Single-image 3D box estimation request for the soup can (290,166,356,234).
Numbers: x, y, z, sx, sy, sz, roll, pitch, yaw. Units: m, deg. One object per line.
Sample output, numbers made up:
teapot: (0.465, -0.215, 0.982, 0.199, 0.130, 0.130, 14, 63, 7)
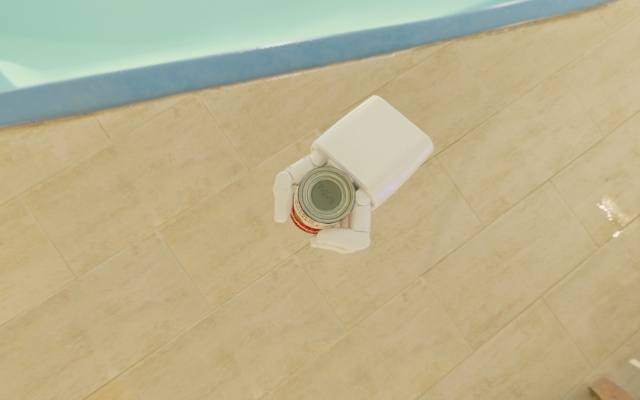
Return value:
soup can: (0.000, 0.002, 0.578, 0.068, 0.068, 0.102, 0, -10, -9)
